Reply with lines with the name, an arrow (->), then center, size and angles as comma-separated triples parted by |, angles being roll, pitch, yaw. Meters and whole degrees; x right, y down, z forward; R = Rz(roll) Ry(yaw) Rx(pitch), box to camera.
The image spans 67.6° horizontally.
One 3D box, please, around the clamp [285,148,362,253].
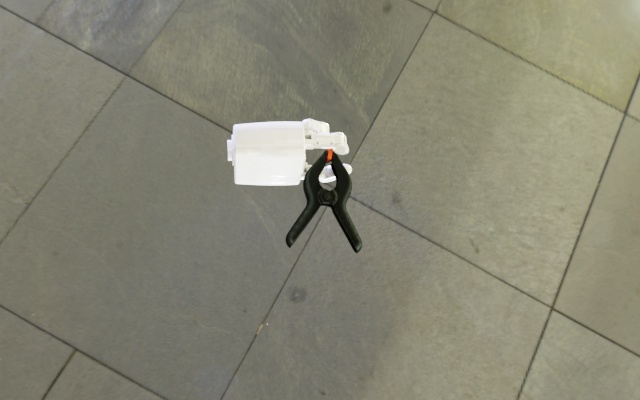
clamp -> 0.000, 0.002, 0.762 | 0.120, 0.171, 0.039 | -2, -14, -15
